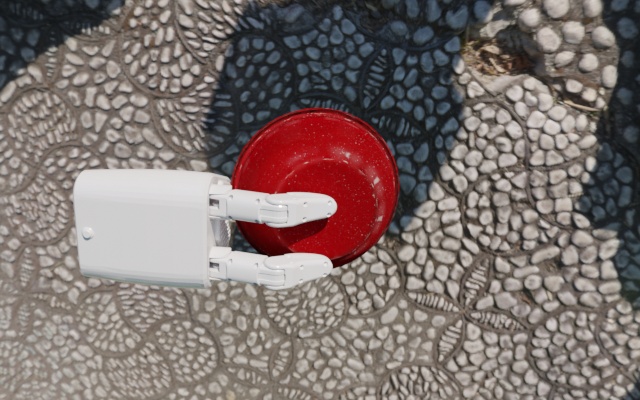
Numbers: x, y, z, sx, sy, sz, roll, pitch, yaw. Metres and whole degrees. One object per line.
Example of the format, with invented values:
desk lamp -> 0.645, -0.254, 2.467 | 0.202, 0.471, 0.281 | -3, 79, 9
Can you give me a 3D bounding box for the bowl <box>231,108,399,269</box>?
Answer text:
bowl -> 0.001, 0.001, 0.429 | 0.162, 0.162, 0.055 | 0, 18, -9
